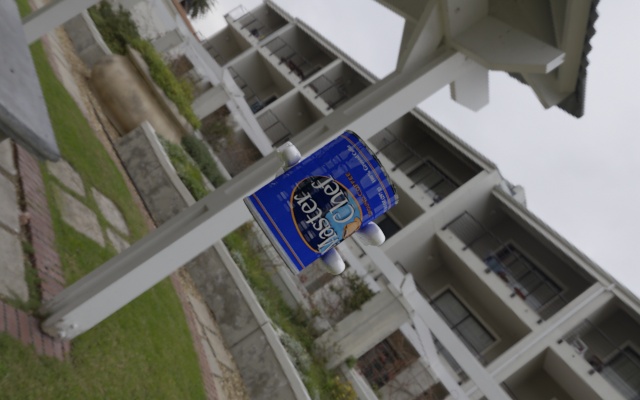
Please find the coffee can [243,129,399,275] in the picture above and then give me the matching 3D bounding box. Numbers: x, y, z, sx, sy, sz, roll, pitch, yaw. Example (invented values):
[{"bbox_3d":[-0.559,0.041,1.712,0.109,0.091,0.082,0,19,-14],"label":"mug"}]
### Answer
[{"bbox_3d":[0.000,0.002,0.533,0.140,0.103,0.103,-34,4,-6],"label":"coffee can"}]
